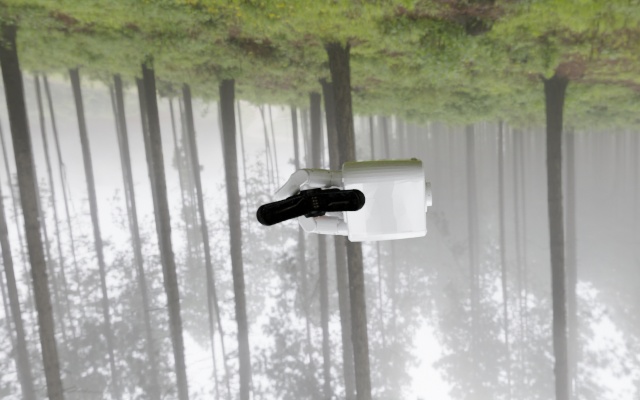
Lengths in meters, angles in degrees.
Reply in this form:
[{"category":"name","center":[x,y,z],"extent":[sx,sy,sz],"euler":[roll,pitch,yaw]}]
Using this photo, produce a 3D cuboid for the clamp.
[{"category":"clamp","center":[0.000,0.003,0.588],"extent":[0.120,0.039,0.171],"euler":[-3,7,10]}]
